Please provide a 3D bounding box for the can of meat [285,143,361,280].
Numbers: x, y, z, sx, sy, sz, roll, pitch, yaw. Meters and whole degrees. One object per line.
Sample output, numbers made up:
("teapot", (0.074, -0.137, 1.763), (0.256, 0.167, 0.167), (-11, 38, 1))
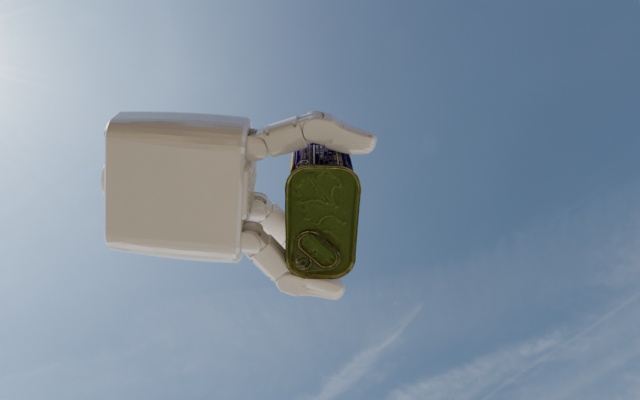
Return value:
("can of meat", (0.000, 0.001, 0.408), (0.057, 0.102, 0.084), (1, 27, -2))
